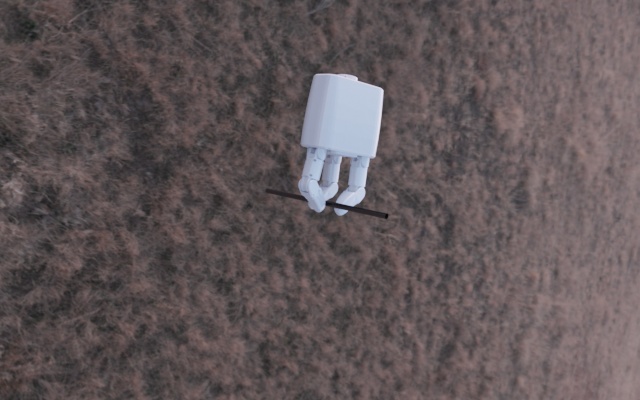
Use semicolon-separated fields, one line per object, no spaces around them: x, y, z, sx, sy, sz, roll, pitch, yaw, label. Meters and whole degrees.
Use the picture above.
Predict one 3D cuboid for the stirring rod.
0.000;0.002;0.723;0.239;0.011;0.011;12;8;40;stirring rod
